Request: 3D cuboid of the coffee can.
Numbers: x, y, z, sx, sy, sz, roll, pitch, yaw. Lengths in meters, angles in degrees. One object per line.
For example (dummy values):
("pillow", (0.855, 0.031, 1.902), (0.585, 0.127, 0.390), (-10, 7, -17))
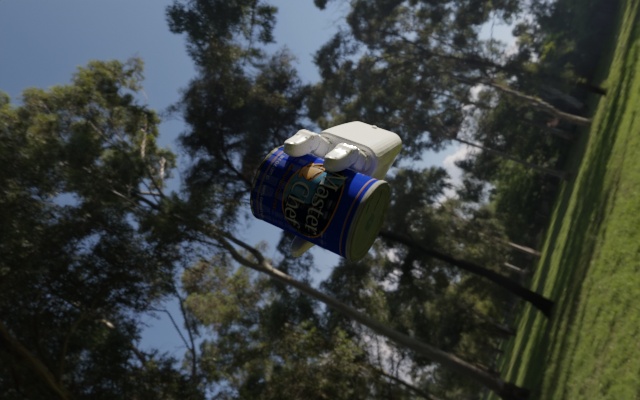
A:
("coffee can", (0.000, 0.002, 0.586), (0.140, 0.103, 0.103), (22, 9, 22))
